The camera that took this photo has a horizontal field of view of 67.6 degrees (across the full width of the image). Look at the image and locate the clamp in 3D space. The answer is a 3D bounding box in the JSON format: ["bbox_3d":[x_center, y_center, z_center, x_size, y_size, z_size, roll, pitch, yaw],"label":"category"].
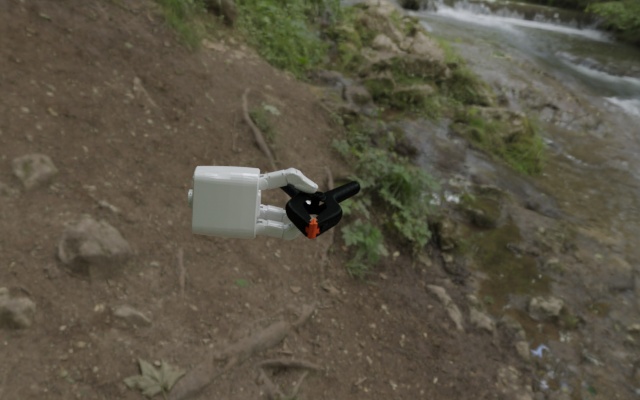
[{"bbox_3d":[0.000,0.002,0.820,0.164,0.036,0.210,4,26,-8],"label":"clamp"}]
